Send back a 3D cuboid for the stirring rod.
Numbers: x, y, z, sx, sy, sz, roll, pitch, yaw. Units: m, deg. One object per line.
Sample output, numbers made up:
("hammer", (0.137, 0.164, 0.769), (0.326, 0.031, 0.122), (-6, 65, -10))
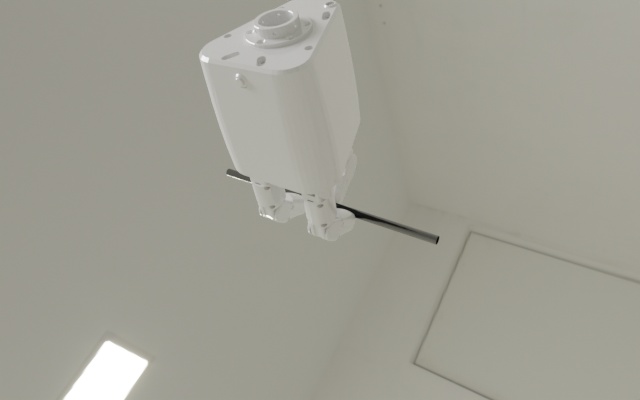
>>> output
("stirring rod", (0.000, 0.001, 0.468), (0.239, 0.011, 0.011), (18, 9, 28))
